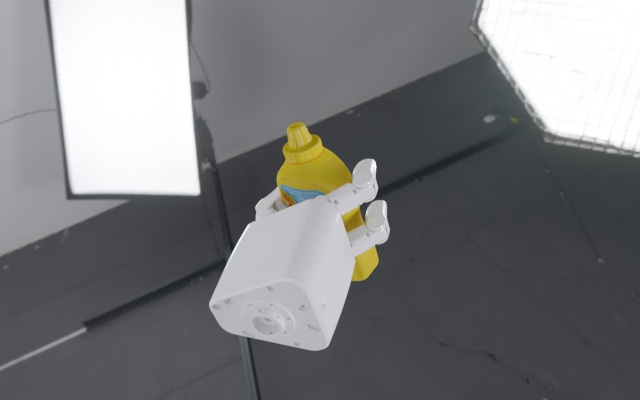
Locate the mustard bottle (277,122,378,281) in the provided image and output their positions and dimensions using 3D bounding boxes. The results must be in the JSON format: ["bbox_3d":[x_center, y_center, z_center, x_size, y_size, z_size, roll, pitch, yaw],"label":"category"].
[{"bbox_3d":[0.000,0.002,0.534,0.096,0.192,0.058,12,44,40],"label":"mustard bottle"}]
